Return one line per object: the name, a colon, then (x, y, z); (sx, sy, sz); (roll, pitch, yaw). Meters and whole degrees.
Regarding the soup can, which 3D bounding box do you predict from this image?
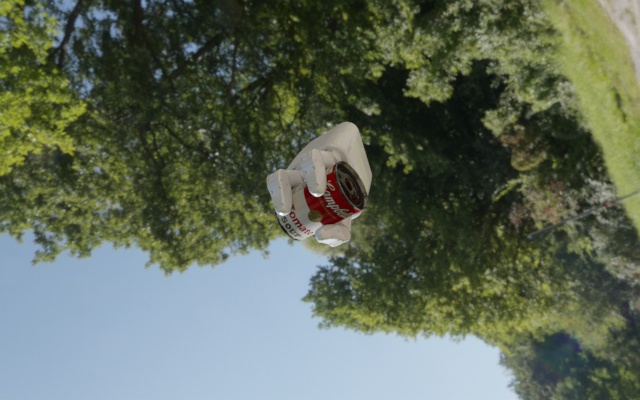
soup can: (0.000, 0.002, 0.611); (0.102, 0.068, 0.068); (-28, -14, 27)
